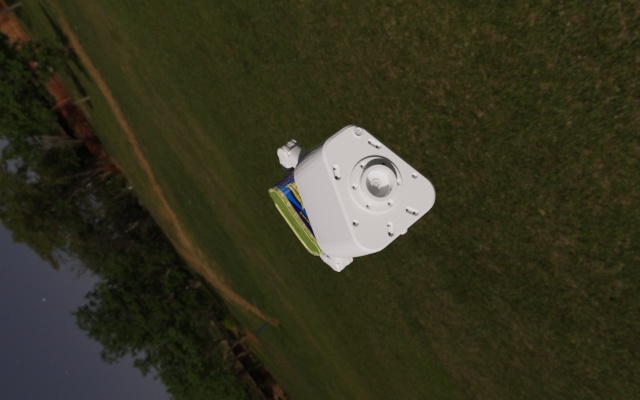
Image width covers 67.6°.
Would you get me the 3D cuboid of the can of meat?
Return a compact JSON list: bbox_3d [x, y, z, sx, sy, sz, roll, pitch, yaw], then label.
[{"bbox_3d":[0.000,0.002,0.561,0.084,0.102,0.057,-37,7,-16],"label":"can of meat"}]
